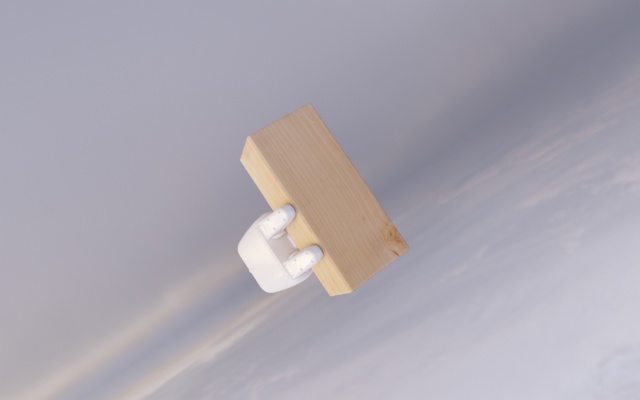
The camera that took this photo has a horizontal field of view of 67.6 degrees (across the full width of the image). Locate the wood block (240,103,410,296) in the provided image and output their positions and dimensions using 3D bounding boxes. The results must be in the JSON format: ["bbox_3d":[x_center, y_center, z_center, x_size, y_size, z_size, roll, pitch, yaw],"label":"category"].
[{"bbox_3d":[0.000,0.002,0.577,0.091,0.206,0.090,-33,-4,-20],"label":"wood block"}]
